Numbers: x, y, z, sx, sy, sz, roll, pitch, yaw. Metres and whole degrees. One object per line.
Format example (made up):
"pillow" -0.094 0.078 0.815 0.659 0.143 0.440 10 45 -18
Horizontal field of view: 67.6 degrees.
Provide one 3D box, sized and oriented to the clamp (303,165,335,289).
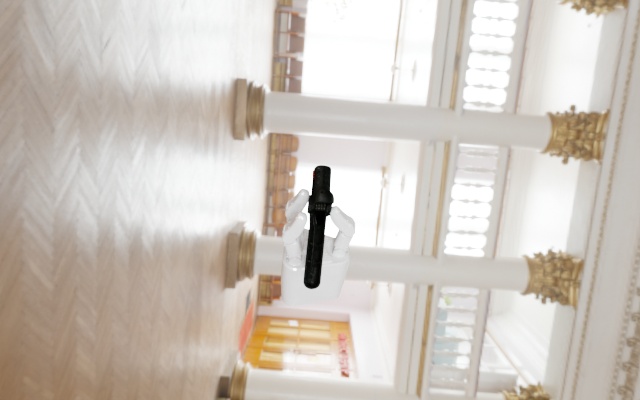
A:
"clamp" 0.001 0.002 0.713 0.036 0.165 0.209 8 41 -4
